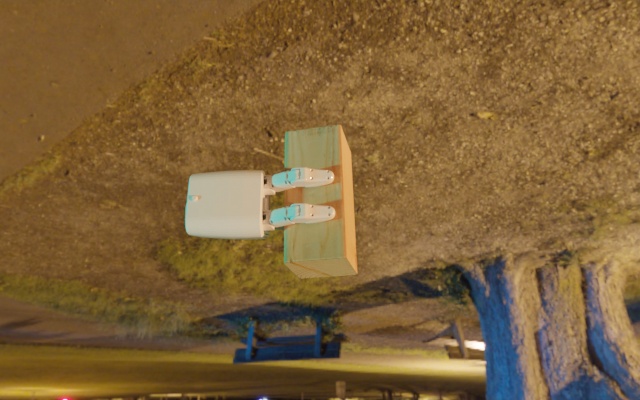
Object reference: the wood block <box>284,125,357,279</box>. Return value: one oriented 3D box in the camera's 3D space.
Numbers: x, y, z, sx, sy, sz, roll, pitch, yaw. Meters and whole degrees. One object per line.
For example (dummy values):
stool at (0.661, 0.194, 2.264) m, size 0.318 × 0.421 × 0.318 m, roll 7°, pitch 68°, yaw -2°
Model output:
wood block at (0.000, 0.003, 0.712) m, size 0.090 × 0.206 × 0.091 m, roll -6°, pitch -24°, yaw 11°
